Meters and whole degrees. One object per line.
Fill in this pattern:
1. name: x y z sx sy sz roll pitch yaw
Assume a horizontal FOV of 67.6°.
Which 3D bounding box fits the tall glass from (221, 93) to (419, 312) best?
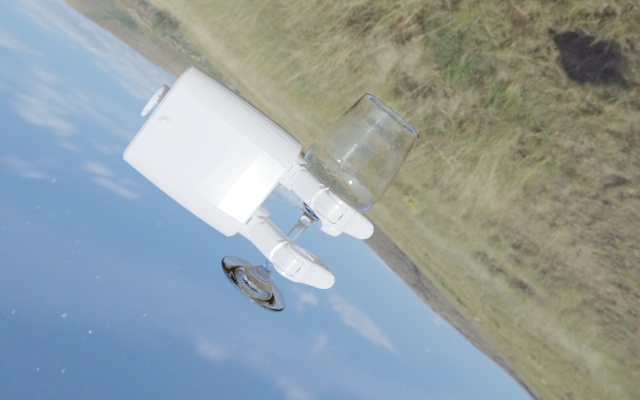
1. tall glass: 0.000 0.002 0.431 0.079 0.201 0.079 39 8 -6
